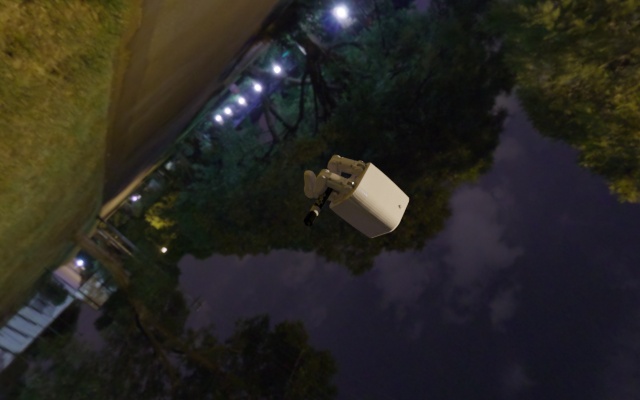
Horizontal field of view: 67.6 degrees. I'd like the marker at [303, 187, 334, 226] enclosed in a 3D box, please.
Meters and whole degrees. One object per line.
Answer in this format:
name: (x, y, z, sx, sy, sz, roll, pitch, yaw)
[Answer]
marker: (0.000, 0.003, 0.892, 0.020, 0.020, 0.121, 0, 41, 33)
